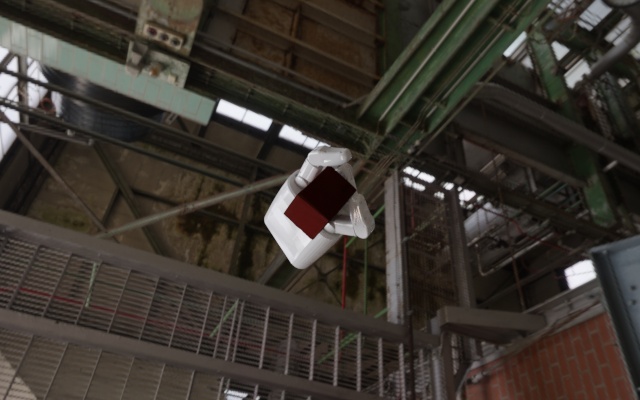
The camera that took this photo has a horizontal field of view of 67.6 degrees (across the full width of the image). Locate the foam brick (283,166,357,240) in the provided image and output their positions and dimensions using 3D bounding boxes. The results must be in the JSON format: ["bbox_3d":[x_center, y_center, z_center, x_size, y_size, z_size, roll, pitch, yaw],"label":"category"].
[{"bbox_3d":[0.000,0.002,0.617,0.078,0.053,0.051,-45,-3,-44],"label":"foam brick"}]
